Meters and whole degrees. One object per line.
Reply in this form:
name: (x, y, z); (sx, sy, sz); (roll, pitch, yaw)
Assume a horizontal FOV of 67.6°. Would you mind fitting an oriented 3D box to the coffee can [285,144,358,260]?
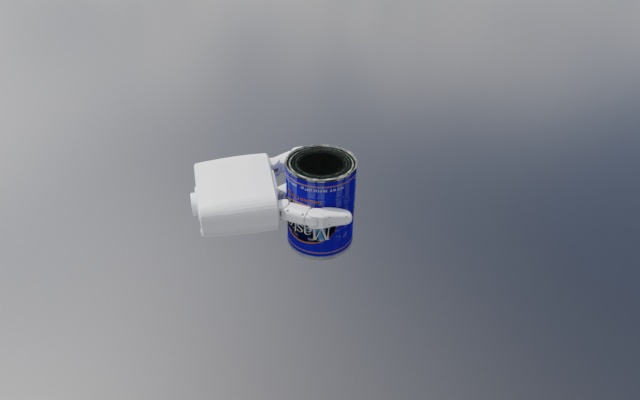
coffee can: (0.000, 0.002, 0.706); (0.103, 0.140, 0.102); (1, 35, 0)
